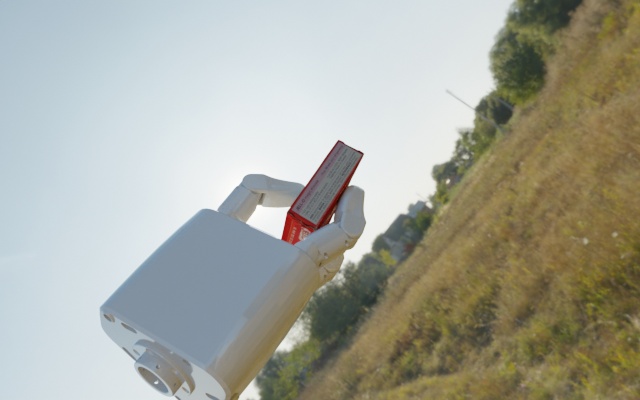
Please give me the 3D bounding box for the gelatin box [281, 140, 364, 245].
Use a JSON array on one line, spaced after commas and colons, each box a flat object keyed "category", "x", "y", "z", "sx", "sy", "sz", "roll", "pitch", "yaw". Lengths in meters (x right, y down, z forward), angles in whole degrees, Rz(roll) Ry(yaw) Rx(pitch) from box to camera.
[{"category": "gelatin box", "x": 0.000, "y": 0.001, "z": 0.423, "sx": 0.030, "sy": 0.089, "sz": 0.073, "roll": 30, "pitch": -29, "yaw": 5}]
